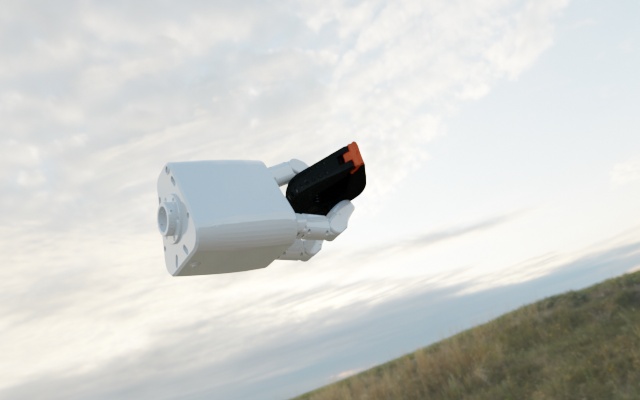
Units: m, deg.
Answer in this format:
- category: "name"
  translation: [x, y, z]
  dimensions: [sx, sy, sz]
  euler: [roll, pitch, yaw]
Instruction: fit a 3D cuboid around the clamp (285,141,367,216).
- category: "clamp"
  translation: [0.000, 0.001, 0.565]
  dimensions: [0.164, 0.036, 0.210]
  euler: [-2, -28, -37]
